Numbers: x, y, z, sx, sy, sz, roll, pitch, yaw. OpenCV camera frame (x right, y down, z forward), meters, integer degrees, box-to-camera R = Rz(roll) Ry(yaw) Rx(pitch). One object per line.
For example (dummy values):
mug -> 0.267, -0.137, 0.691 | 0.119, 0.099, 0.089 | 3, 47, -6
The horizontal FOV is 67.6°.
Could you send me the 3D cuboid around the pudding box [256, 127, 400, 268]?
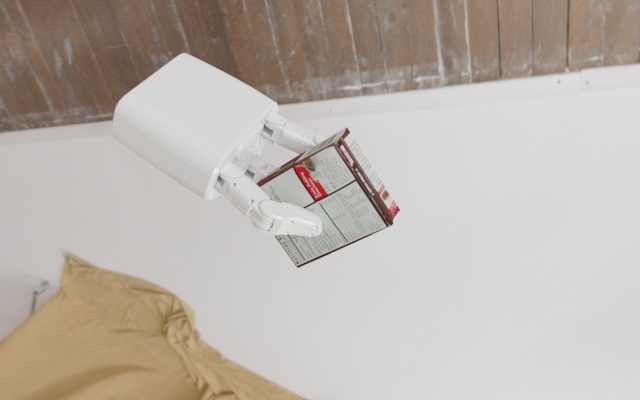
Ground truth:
pudding box -> 0.000, 0.001, 0.433 | 0.113, 0.090, 0.039 | -27, 14, 33
